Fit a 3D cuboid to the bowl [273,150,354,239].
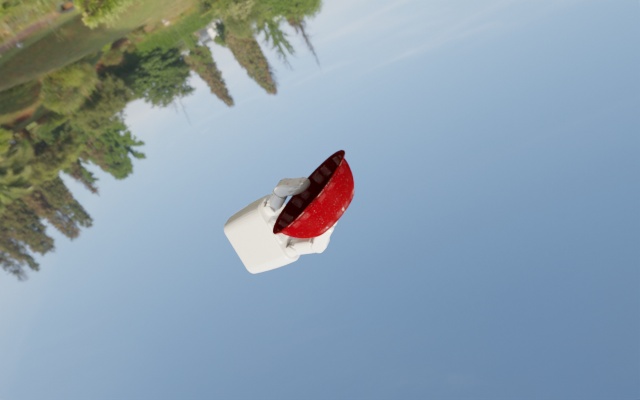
[{"bbox_3d":[0.001,0.002,0.711,0.055,0.162,0.162,40,-10,-12],"label":"bowl"}]
